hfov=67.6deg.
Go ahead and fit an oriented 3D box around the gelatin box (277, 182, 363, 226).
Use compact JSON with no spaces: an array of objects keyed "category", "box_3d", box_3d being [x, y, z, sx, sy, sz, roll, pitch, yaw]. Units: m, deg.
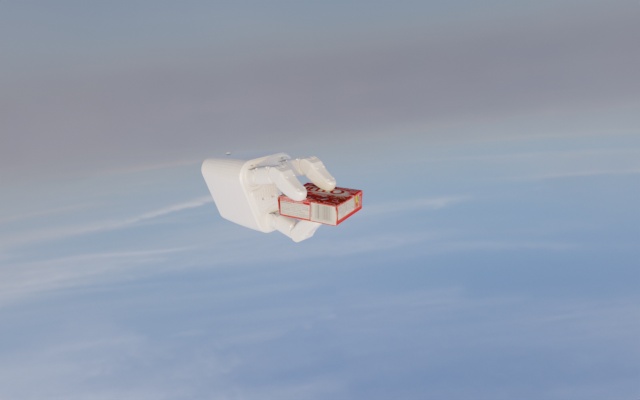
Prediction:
[{"category":"gelatin box","box_3d":[0.000,0.003,0.628,0.089,0.030,0.073,10,21,30]}]
